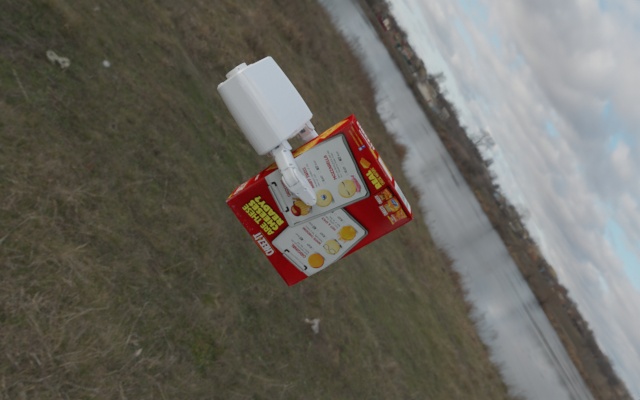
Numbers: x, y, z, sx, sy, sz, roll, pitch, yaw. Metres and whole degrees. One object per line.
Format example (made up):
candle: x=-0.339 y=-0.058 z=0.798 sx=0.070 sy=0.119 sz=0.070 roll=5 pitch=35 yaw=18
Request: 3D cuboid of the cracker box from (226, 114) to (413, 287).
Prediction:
cracker box: x=0.000 y=0.002 z=0.695 sx=0.214 sy=0.164 sz=0.072 roll=-31 pitch=14 yaw=15
